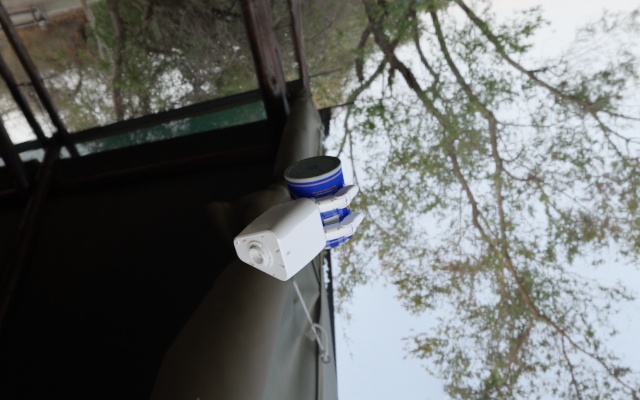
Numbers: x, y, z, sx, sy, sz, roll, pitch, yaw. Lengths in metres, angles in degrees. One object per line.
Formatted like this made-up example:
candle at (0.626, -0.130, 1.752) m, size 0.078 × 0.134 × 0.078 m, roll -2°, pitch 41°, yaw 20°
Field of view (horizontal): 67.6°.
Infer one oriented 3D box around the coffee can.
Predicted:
coffee can at (0.000, 0.003, 0.860) m, size 0.103 × 0.140 × 0.102 m, roll -11°, pitch 24°, yaw 5°
